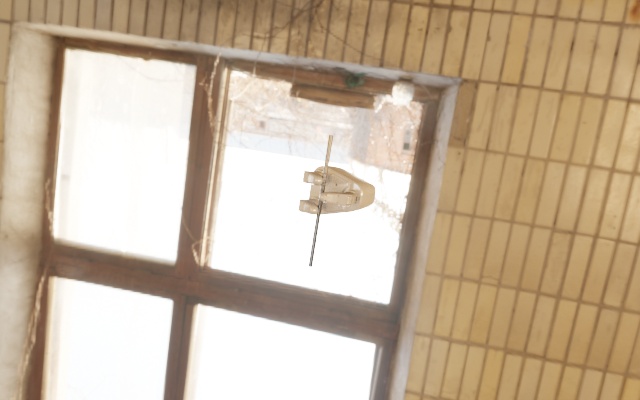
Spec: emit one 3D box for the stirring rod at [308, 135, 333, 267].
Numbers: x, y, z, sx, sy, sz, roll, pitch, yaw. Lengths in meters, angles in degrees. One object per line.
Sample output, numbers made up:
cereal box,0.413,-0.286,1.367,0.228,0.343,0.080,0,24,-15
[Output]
stirring rod,0.000,0.003,0.855,0.011,0.239,0.011,9,8,-1
